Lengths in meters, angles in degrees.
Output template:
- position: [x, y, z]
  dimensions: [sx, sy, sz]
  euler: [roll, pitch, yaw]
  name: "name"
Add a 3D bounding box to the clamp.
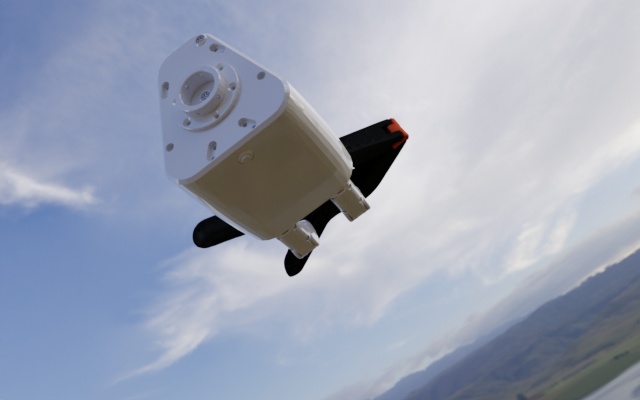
- position: [0.000, 0.001, 0.474]
  dimensions: [0.210, 0.036, 0.165]
  euler: [-37, -31, 6]
  name: "clamp"
